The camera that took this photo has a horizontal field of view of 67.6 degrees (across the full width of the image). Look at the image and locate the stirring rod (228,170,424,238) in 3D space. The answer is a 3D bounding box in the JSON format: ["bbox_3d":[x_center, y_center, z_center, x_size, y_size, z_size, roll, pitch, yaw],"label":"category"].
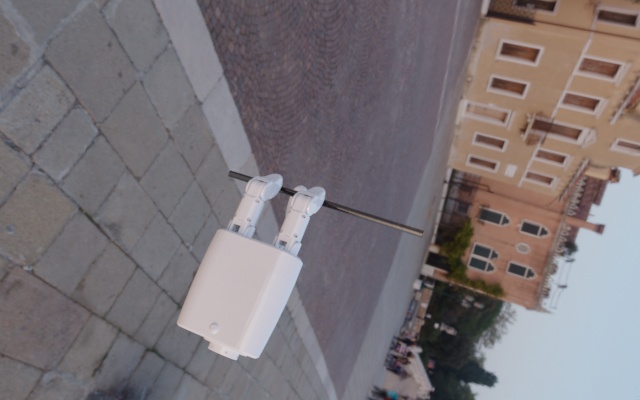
[{"bbox_3d":[0.000,0.002,0.547,0.239,0.011,0.011,17,5,16],"label":"stirring rod"}]
